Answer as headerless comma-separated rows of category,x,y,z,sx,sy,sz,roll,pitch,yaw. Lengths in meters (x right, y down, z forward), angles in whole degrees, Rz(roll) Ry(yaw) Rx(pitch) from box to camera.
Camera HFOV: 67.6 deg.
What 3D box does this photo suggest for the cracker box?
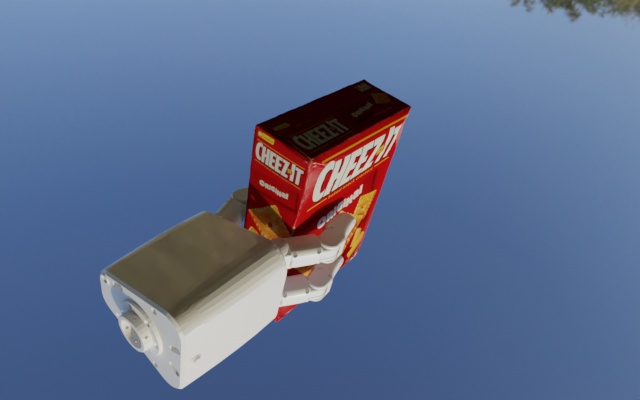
cracker box,0.000,0.002,0.499,0.072,0.214,0.164,34,43,22
